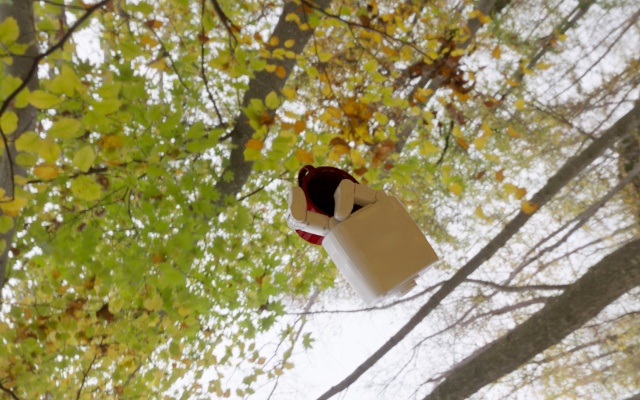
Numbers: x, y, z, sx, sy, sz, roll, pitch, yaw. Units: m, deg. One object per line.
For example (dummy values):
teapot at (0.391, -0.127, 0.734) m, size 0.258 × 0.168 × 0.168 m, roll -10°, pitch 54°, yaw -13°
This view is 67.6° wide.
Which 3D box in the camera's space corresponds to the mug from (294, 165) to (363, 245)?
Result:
mug at (-0.001, 0.001, 0.690) m, size 0.093 × 0.117 × 0.081 m, roll -20°, pitch -25°, yaw -34°
